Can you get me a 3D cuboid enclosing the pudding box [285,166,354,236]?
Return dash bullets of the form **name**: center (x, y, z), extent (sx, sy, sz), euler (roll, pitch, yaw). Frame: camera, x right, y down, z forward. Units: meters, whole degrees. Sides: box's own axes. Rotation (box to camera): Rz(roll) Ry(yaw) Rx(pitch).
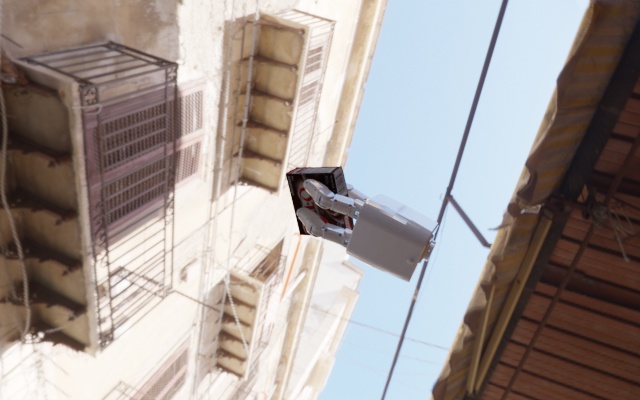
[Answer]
- **pudding box**: center (0.000, 0.002, 0.765), extent (0.090, 0.113, 0.039), euler (0, 21, 31)
